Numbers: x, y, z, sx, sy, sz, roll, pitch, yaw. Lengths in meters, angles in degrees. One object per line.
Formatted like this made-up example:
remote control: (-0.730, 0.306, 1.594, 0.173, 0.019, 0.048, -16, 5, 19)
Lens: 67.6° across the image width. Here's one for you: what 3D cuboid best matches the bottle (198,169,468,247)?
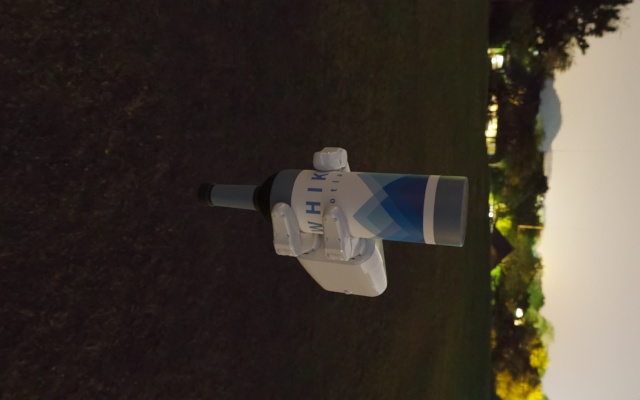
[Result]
bottle: (0.000, 0.002, 0.506, 0.295, 0.069, 0.069, 4, 1, 22)
